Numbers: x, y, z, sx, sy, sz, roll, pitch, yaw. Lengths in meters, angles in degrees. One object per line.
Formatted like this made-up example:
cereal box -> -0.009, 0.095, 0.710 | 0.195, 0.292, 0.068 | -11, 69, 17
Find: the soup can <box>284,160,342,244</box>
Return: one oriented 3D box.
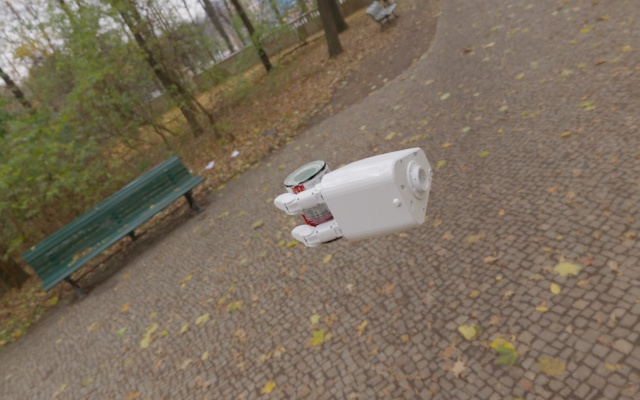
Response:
soup can -> 0.000, 0.002, 0.690 | 0.068, 0.102, 0.068 | -25, 21, 10
